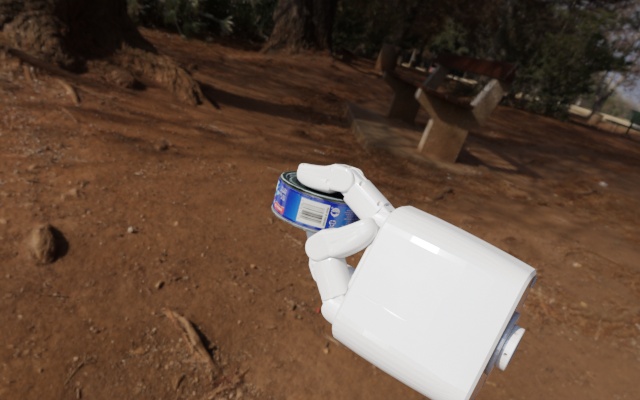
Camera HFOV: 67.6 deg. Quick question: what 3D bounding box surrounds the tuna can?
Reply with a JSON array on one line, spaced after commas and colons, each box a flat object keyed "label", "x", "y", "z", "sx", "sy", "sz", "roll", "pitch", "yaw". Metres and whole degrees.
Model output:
[{"label": "tuna can", "x": 0.000, "y": 0.001, "z": 0.440, "sx": 0.086, "sy": 0.034, "sz": 0.086, "roll": 14, "pitch": 15, "yaw": -4}]
